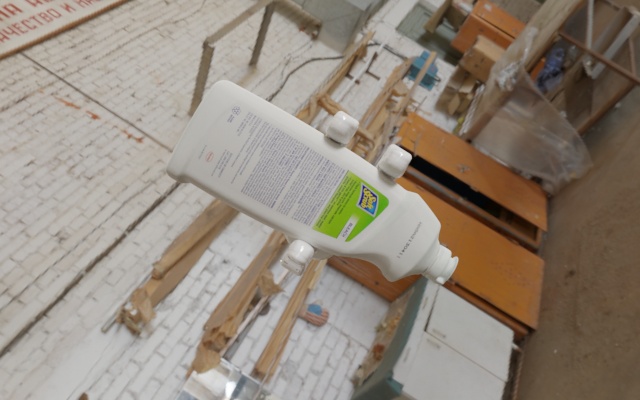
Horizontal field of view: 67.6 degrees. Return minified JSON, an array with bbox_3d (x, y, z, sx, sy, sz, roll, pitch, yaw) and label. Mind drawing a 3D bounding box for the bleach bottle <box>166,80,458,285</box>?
[{"bbox_3d":[0.000,0.001,0.416,0.251,0.102,0.068,32,8,2],"label":"bleach bottle"}]
